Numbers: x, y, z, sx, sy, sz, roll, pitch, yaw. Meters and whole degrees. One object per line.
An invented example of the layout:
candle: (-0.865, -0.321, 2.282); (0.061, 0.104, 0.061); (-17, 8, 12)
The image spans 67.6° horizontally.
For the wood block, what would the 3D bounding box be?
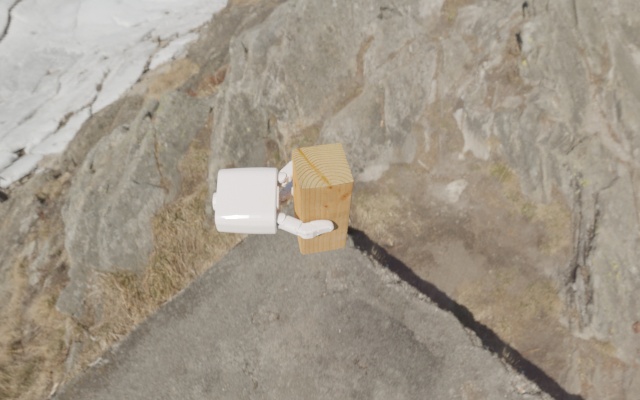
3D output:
wood block: (0.000, 0.003, 0.869); (0.090, 0.090, 0.206); (-8, -36, -8)
